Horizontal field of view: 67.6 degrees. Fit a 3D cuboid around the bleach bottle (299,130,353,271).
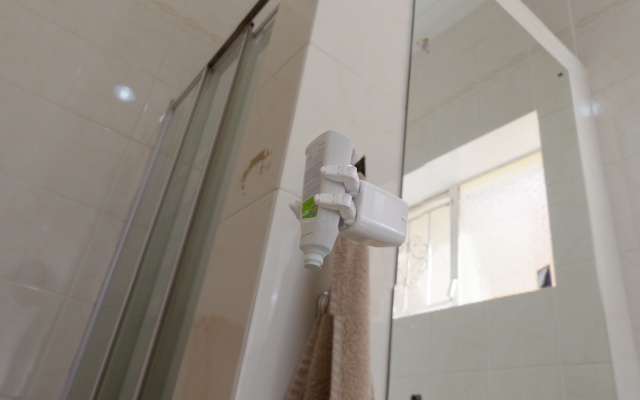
[{"bbox_3d":[0.000,0.003,0.838,0.068,0.250,0.102,23,-31,-23],"label":"bleach bottle"}]
